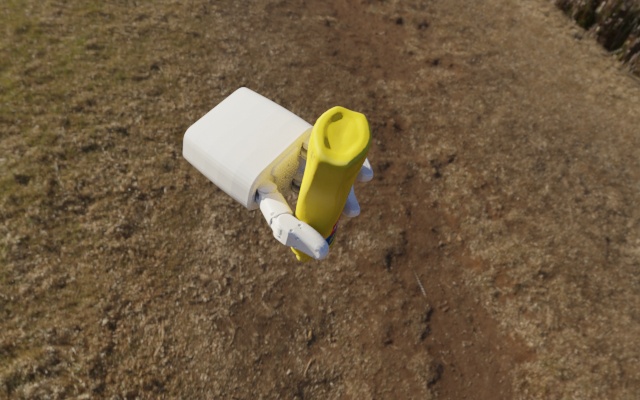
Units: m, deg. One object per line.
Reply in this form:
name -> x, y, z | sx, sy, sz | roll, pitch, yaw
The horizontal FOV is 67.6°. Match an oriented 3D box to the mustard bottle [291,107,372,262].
mustard bottle -> 0.000, 0.002, 0.515 | 0.058, 0.192, 0.096 | 18, 43, -1
